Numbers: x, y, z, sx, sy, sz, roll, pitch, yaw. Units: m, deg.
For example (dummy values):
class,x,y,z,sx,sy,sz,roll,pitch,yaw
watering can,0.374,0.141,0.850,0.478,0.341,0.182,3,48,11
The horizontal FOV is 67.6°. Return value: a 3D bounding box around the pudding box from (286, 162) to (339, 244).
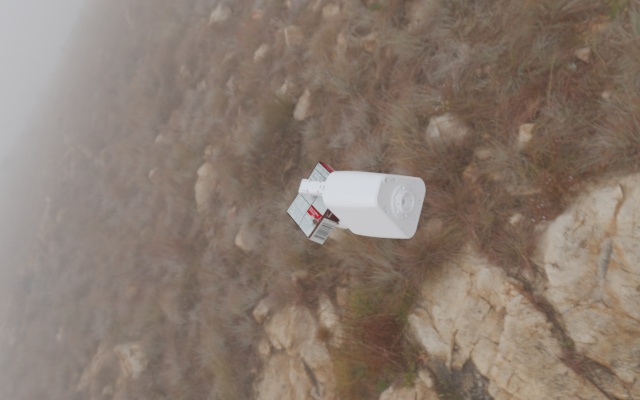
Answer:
class,x,y,z,sx,sy,sz,roll,pitch,yaw
pudding box,0.000,0.003,0.811,0.039,0.113,0.090,25,15,-40
